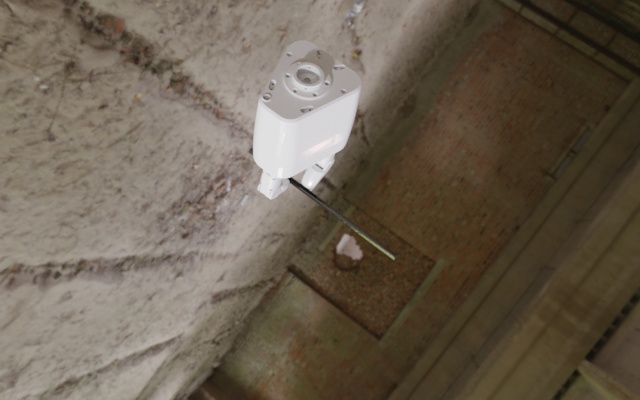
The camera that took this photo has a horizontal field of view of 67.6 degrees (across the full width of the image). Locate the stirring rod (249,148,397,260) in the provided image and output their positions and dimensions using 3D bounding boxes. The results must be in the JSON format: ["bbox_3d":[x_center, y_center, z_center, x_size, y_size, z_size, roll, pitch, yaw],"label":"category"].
[{"bbox_3d":[0.000,0.002,0.627,0.239,0.011,0.011,36,7,10],"label":"stirring rod"}]
